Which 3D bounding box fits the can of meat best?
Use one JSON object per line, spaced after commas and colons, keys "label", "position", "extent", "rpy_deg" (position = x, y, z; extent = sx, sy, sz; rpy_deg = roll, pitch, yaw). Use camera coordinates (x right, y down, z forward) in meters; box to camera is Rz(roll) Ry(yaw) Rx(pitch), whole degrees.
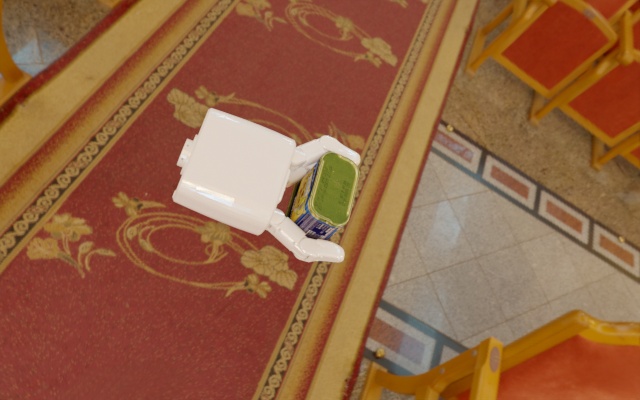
{"label": "can of meat", "position": [0.000, 0.002, 0.580], "extent": [0.057, 0.102, 0.084], "rpy_deg": [24, -34, -14]}
